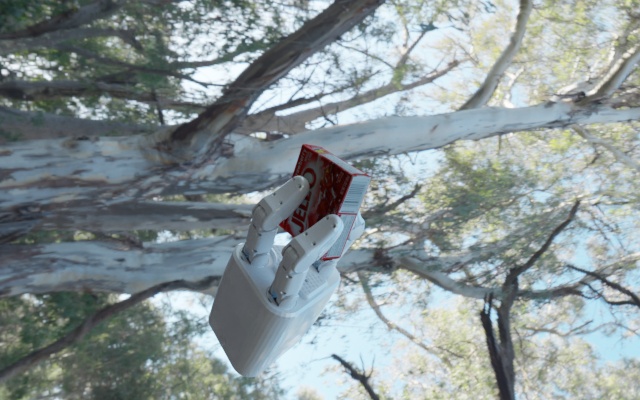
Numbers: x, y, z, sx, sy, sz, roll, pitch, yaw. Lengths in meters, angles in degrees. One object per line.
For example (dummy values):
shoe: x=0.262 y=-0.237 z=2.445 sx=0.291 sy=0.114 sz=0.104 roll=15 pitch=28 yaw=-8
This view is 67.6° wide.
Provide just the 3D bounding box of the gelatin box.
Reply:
gelatin box: x=0.001 y=0.001 z=0.453 sx=0.030 sy=0.089 sz=0.073 roll=1 pitch=26 yaw=-44
